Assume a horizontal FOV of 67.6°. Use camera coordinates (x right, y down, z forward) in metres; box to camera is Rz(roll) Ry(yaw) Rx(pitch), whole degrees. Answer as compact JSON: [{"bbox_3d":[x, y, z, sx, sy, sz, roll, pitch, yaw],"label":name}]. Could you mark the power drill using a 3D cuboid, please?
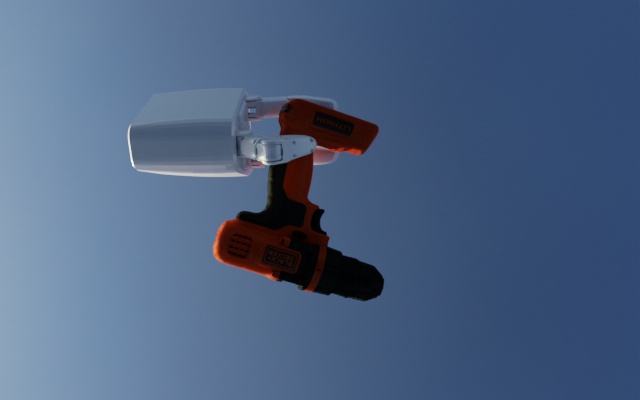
[{"bbox_3d":[0.000,0.001,0.503,0.184,0.187,0.057,18,-6,-12],"label":"power drill"}]
